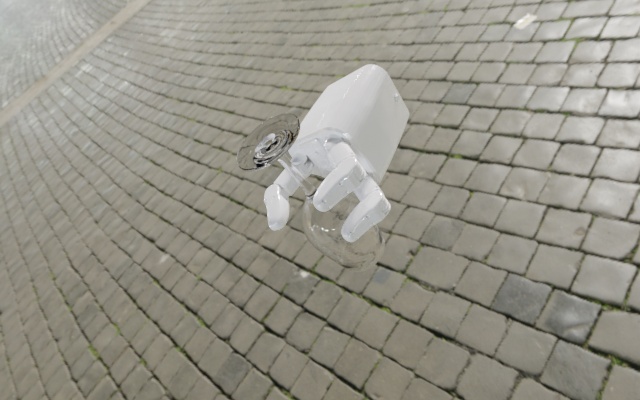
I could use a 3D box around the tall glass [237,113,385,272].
[{"bbox_3d":[0.000,0.001,0.520,0.079,0.079,0.201,0,-37,40],"label":"tall glass"}]
